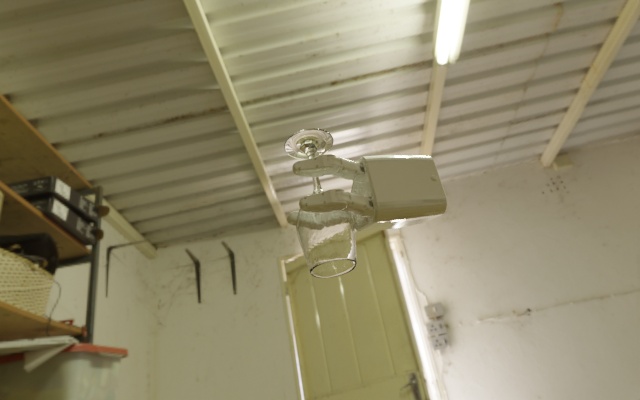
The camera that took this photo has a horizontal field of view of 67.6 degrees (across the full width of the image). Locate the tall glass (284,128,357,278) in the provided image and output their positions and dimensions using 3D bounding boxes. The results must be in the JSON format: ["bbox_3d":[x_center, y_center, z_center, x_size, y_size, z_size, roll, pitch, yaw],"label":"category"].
[{"bbox_3d":[0.000,0.002,0.660,0.079,0.201,0.079,-8,-28,-5],"label":"tall glass"}]
